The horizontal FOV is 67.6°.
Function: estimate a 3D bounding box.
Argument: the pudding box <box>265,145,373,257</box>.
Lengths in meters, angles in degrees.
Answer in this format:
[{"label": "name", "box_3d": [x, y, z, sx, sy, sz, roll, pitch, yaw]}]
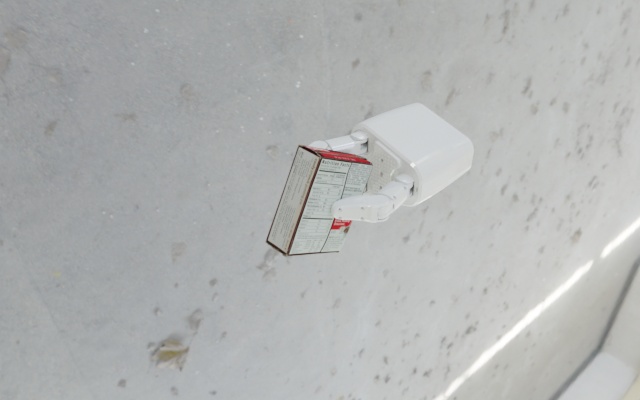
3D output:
[{"label": "pudding box", "box_3d": [0.000, 0.002, 0.508, 0.039, 0.113, 0.090, 29, 17, 39]}]
